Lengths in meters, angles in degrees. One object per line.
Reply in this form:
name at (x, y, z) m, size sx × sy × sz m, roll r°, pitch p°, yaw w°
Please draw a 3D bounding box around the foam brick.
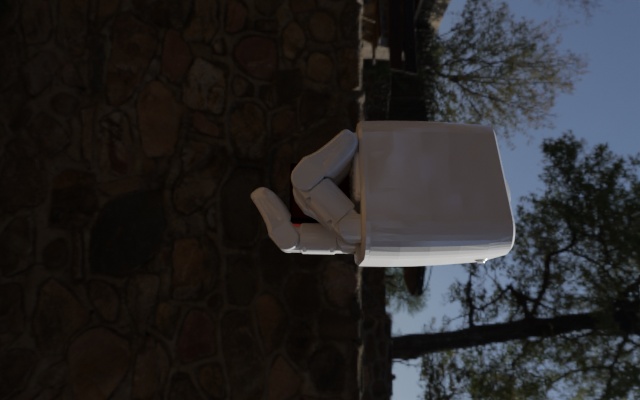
foam brick at (0.000, 0.001, 0.433) m, size 0.051 × 0.053 × 0.078 m, roll 0°, pitch -12°, yaw 0°
